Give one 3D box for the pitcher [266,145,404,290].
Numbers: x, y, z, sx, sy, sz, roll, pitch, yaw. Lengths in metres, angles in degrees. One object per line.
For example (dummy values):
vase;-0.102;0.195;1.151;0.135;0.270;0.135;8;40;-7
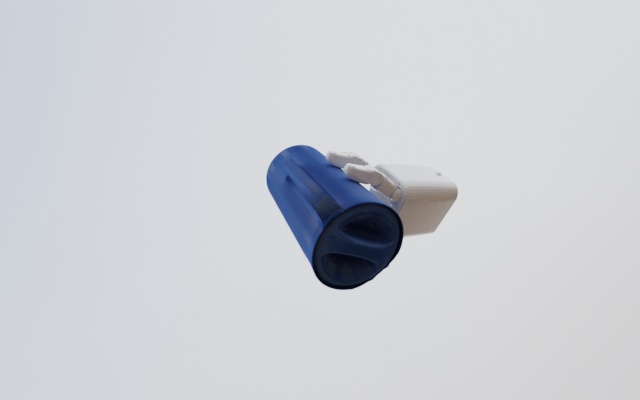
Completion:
pitcher;0.000;0.002;0.699;0.145;0.149;0.242;-3;29;-25
